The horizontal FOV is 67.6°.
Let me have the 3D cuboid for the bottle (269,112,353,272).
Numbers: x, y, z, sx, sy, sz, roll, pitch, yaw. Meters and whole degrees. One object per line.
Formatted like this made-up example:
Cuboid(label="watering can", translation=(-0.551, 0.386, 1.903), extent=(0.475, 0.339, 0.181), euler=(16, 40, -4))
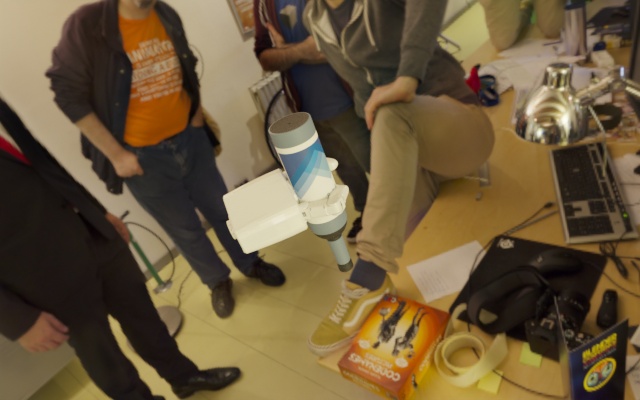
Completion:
Cuboid(label="bottle", translation=(0.000, 0.002, 0.781), extent=(0.069, 0.296, 0.069), euler=(-15, 32, 10))
